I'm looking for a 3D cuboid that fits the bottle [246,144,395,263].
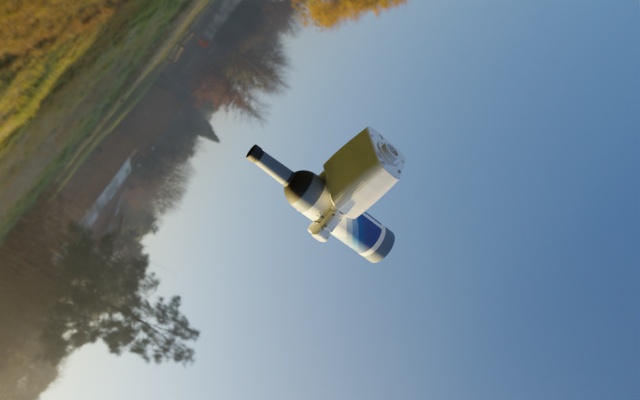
[{"bbox_3d":[0.000,0.003,0.809,0.296,0.069,0.069,36,-15,-21],"label":"bottle"}]
